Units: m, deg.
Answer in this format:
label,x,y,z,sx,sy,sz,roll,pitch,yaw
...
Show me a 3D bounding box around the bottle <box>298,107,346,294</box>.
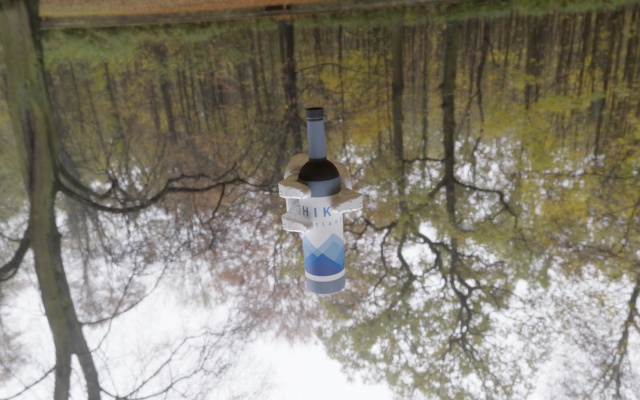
label,x,y,z,sx,sy,sz,roll,pitch,yaw
bottle,0.000,0.003,0.755,0.069,0.296,0.069,-3,19,1
